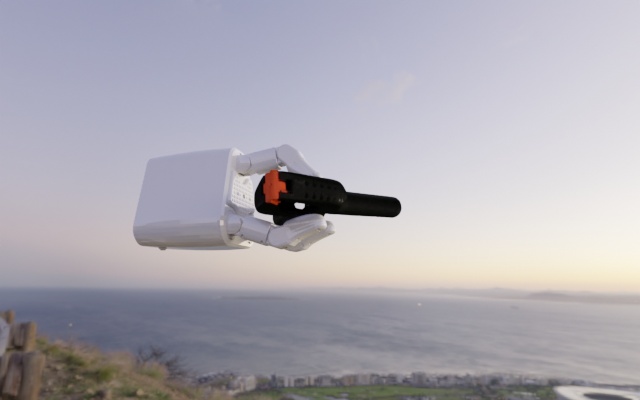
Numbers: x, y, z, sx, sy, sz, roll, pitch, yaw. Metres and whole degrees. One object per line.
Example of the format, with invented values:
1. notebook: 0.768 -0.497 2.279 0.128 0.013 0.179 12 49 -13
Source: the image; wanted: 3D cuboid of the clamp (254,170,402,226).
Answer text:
1. clamp: 0.000 0.001 0.511 0.164 0.036 0.210 -6 -11 11
